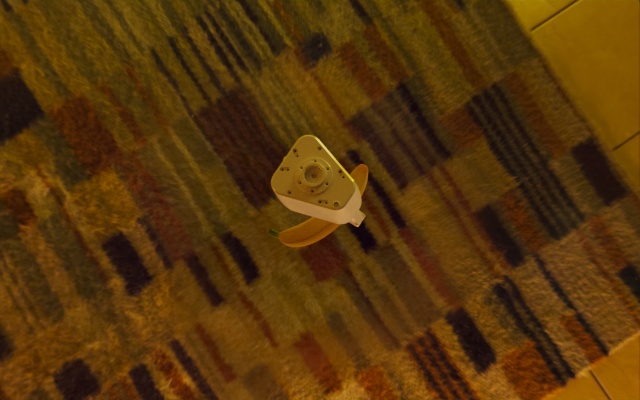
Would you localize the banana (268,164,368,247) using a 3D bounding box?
[{"bbox_3d":[0.007,0.019,0.770,0.198,0.069,0.037,-35,-23,4],"label":"banana"}]
